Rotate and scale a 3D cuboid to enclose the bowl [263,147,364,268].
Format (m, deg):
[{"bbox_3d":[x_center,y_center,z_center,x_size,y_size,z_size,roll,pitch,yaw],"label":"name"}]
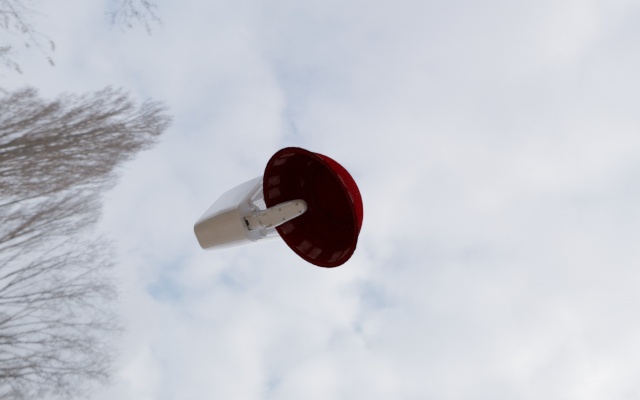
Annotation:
[{"bbox_3d":[0.001,0.002,0.604,0.162,0.162,0.055,0,22,47],"label":"bowl"}]
